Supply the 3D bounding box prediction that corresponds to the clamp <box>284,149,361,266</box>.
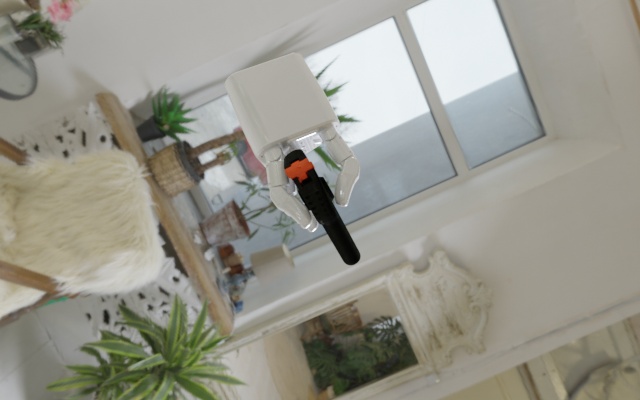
[{"bbox_3d":[0.001,0.001,0.574,0.036,0.164,0.210,-30,-11,1],"label":"clamp"}]
